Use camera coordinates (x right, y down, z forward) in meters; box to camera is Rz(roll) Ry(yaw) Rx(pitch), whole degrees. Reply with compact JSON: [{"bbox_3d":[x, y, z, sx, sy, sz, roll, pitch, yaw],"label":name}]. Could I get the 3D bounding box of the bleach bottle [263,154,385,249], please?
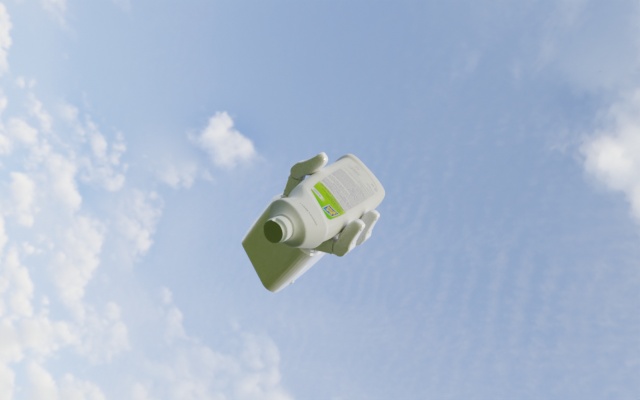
[{"bbox_3d":[0.000,0.002,0.665,0.068,0.102,0.251,-49,-13,30],"label":"bleach bottle"}]
